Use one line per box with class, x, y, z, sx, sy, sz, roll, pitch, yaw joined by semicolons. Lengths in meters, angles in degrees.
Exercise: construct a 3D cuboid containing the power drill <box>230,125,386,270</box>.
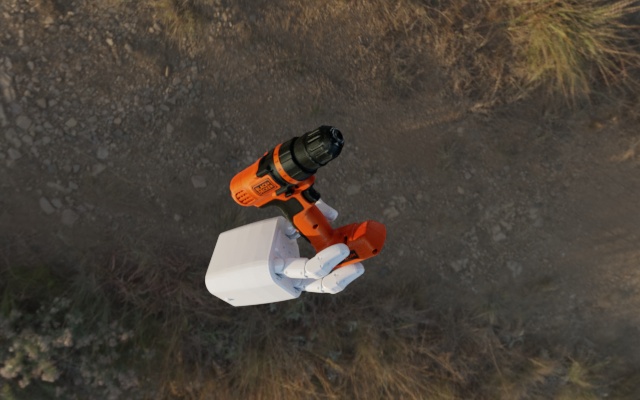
power drill;0.000;0.002;0.611;0.184;0.057;0.188;-24;-61;40
